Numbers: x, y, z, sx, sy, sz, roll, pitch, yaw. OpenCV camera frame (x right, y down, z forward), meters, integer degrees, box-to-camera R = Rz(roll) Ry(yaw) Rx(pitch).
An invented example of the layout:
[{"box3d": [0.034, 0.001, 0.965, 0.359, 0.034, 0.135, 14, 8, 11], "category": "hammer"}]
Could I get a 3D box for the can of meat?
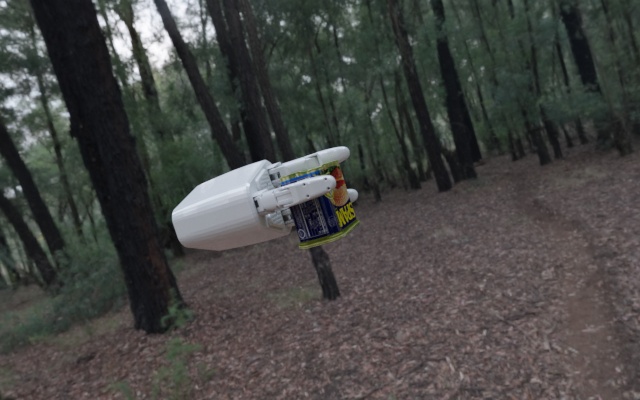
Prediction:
[{"box3d": [0.000, 0.002, 0.562, 0.057, 0.084, 0.102, -17, 4, 20], "category": "can of meat"}]
